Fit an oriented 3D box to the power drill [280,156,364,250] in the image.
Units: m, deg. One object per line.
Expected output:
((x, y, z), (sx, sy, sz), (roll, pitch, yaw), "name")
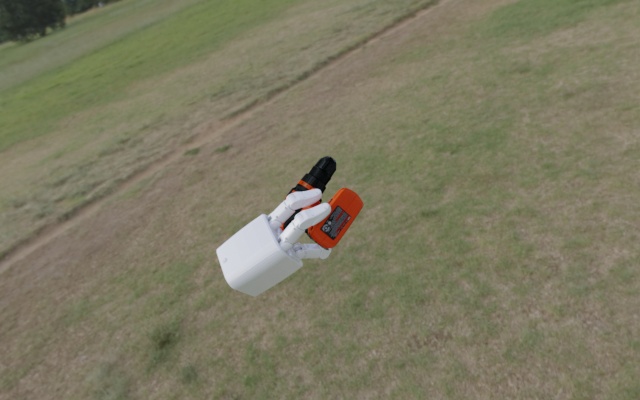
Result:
((0.000, 0.003, 0.870), (0.057, 0.184, 0.187), (38, -7, -26), "power drill")
